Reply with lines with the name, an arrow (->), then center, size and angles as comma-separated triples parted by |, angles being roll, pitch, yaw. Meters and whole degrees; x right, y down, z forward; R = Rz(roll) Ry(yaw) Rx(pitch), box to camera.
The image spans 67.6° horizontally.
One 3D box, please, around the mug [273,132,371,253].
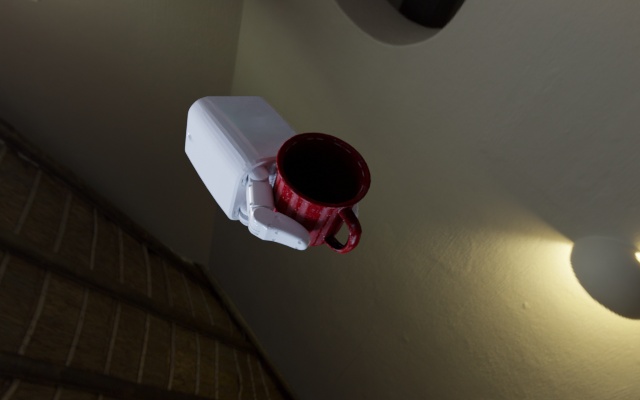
mug -> 0.001, 0.003, 0.476 | 0.093, 0.117, 0.081 | -24, -26, -33
